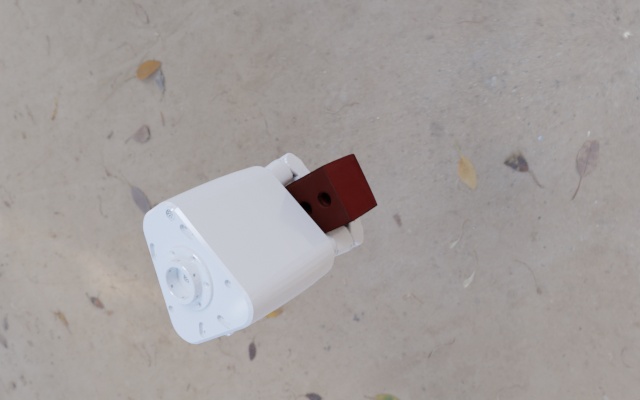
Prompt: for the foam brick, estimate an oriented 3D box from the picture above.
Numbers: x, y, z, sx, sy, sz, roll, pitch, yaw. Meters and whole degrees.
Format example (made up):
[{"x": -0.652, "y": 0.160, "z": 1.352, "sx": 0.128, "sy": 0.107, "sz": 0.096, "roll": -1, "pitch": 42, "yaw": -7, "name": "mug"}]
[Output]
[{"x": 0.000, "y": 0.001, "z": 0.425, "sx": 0.078, "sy": 0.053, "sz": 0.051, "roll": -27, "pitch": -1, "yaw": 36, "name": "foam brick"}]
